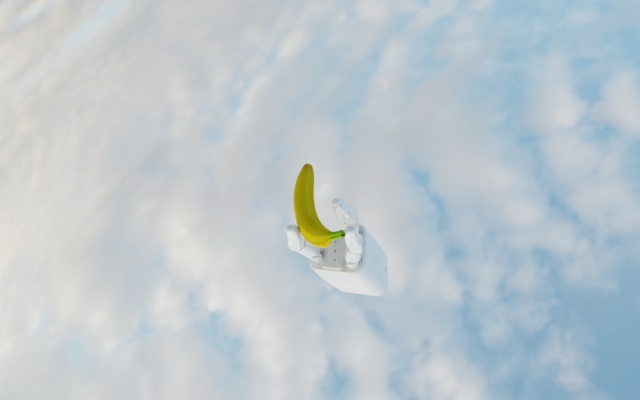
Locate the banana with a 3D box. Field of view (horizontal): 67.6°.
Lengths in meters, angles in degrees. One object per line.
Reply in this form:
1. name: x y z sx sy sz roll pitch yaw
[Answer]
1. banana: -0.014 0.016 0.798 0.069 0.197 0.037 -36 -47 10
